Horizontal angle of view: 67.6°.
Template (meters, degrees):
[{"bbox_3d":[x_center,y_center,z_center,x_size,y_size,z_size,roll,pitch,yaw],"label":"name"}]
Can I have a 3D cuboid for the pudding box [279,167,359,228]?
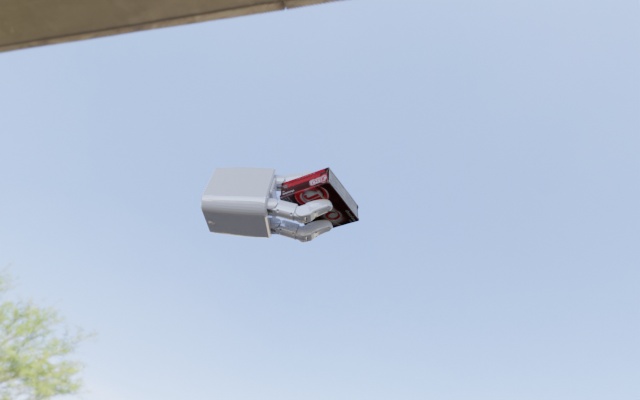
[{"bbox_3d":[0.000,0.002,0.785,0.090,0.039,0.113,-17,-41,24],"label":"pudding box"}]
